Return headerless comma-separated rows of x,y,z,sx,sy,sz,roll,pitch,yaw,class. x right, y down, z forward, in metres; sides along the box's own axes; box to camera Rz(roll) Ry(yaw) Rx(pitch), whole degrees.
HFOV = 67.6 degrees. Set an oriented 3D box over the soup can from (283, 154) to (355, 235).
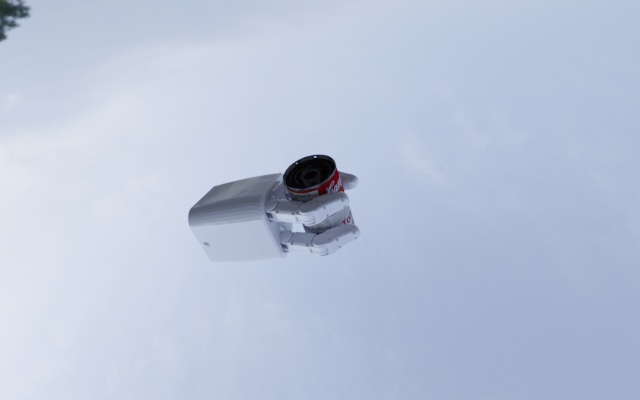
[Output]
0.001,0.002,0.609,0.068,0.102,0.068,-13,38,10,soup can
